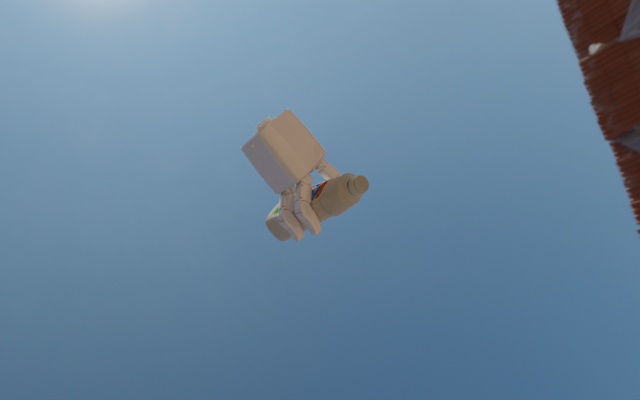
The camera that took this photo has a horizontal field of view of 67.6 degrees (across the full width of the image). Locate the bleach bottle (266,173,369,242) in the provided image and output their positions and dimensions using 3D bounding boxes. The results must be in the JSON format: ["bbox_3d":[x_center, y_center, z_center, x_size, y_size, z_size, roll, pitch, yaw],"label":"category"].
[{"bbox_3d":[0.000,0.003,0.847,0.251,0.068,0.102,-26,18,52],"label":"bleach bottle"}]
